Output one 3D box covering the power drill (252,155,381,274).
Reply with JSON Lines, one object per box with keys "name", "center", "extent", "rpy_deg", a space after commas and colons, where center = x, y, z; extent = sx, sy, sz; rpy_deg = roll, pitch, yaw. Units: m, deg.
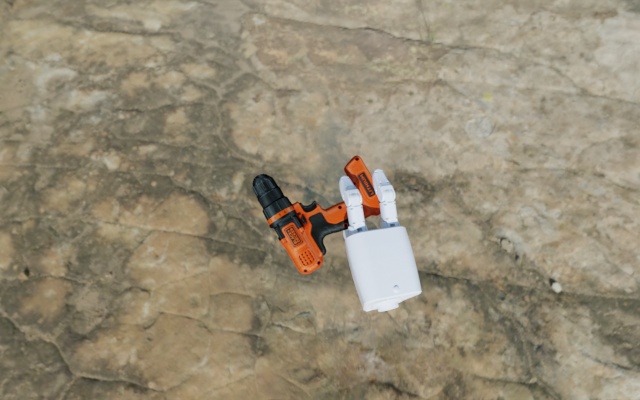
{"name": "power drill", "center": [0.001, 0.003, 0.798], "extent": [0.187, 0.184, 0.057], "rpy_deg": [-31, -2, -1]}
